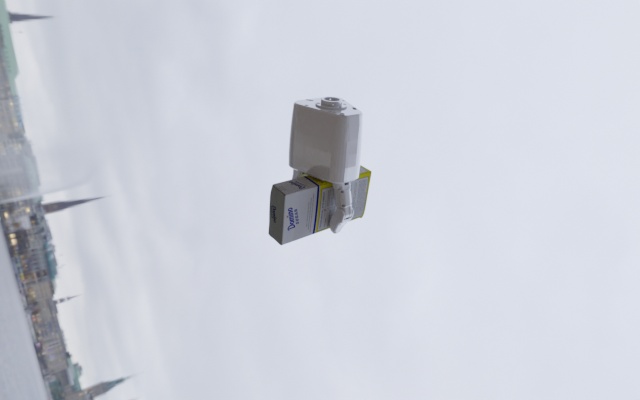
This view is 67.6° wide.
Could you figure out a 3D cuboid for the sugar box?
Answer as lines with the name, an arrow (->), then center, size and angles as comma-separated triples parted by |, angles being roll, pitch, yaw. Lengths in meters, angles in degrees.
sugar box -> 0.000, 0.002, 0.776 | 0.176, 0.093, 0.048 | -14, 35, -34
